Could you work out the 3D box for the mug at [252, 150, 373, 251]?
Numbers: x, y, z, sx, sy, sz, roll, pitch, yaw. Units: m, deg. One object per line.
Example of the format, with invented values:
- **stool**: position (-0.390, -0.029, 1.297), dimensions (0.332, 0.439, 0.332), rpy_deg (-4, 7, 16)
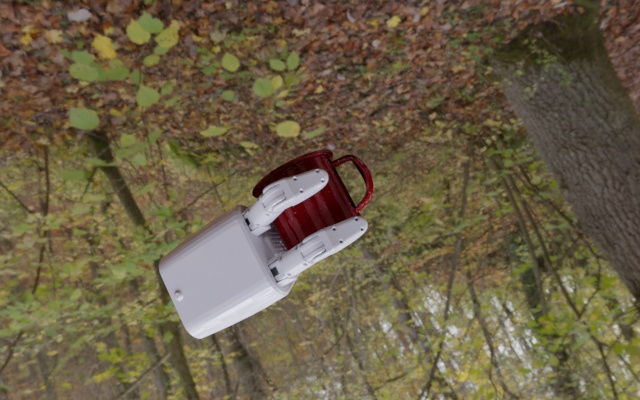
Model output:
- **mug**: position (0.001, 0.001, 0.479), dimensions (0.117, 0.081, 0.093), rpy_deg (-31, -11, 15)
